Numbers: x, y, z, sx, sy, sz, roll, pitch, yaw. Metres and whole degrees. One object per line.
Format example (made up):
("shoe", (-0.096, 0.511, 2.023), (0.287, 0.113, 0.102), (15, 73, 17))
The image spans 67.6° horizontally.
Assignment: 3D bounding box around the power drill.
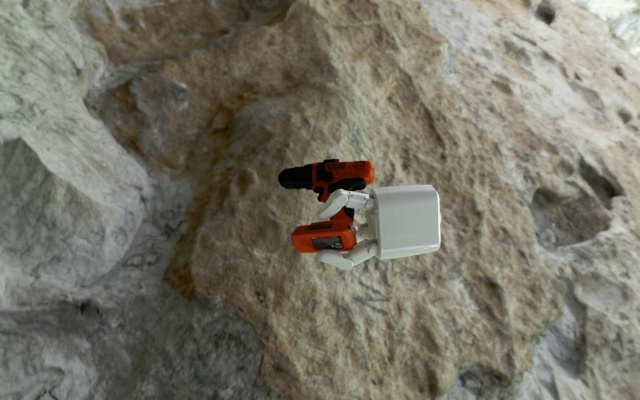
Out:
("power drill", (0.000, 0.003, 0.846), (0.184, 0.187, 0.057), (-5, -42, 16))
